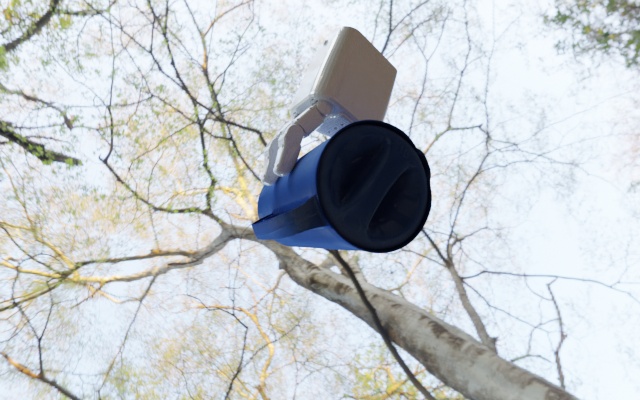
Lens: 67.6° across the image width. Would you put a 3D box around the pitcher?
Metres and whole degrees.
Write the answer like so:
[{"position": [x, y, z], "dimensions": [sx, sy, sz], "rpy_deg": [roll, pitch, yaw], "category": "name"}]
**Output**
[{"position": [0.000, 0.002, 0.567], "dimensions": [0.149, 0.145, 0.243], "rpy_deg": [23, -16, -21], "category": "pitcher"}]
